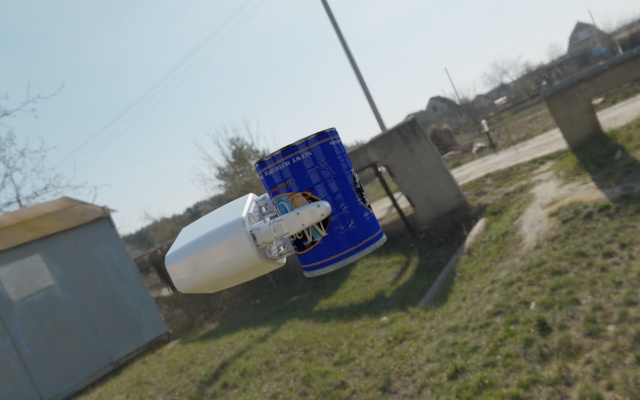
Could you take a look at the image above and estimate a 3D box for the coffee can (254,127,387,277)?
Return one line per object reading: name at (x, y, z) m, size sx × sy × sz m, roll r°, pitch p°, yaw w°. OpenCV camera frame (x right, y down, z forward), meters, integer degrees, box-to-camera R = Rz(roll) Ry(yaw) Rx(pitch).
coffee can at (0.000, 0.002, 0.545) m, size 0.103 × 0.140 × 0.103 m, roll -25°, pitch 2°, yaw 1°
